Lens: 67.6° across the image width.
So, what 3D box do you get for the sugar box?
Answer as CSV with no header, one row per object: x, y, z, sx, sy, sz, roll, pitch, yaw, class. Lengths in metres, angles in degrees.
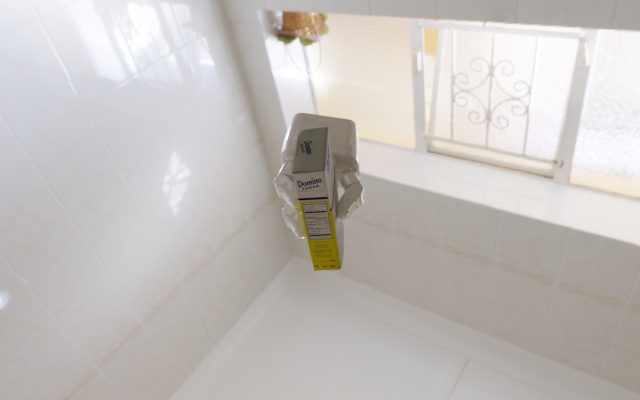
0.000,0.002,0.632,0.048,0.176,0.093,-6,40,9,sugar box
